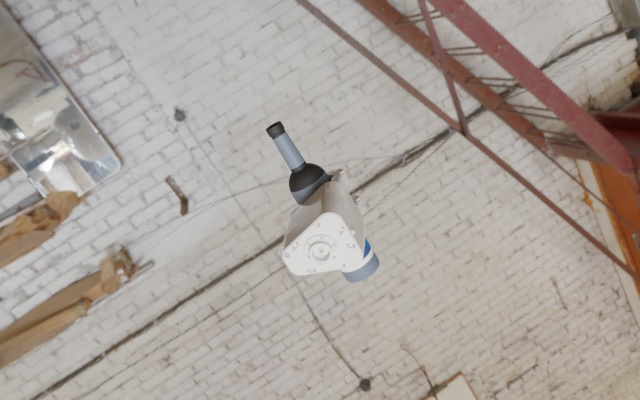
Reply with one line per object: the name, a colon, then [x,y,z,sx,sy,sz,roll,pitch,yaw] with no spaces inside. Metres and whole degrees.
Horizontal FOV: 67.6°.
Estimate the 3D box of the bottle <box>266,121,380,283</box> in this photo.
bottle: [0.000,0.003,0.783,0.069,0.296,0.069,-28,19,11]
